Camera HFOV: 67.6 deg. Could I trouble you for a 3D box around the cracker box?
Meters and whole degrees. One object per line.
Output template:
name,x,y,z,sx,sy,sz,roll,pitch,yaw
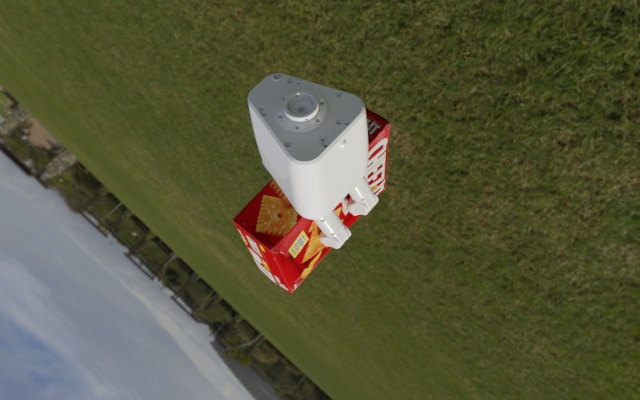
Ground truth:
cracker box,0.000,0.002,0.613,0.072,0.213,0.164,36,-19,21
